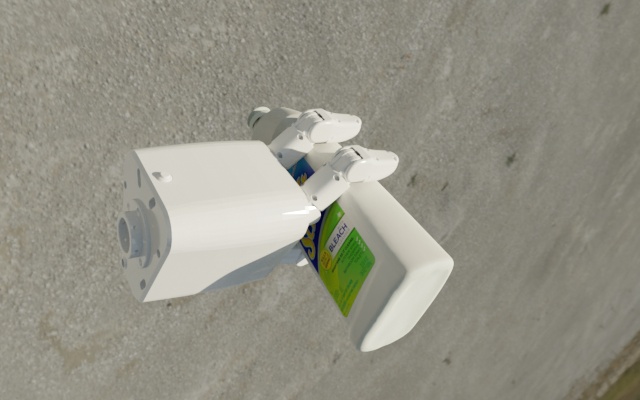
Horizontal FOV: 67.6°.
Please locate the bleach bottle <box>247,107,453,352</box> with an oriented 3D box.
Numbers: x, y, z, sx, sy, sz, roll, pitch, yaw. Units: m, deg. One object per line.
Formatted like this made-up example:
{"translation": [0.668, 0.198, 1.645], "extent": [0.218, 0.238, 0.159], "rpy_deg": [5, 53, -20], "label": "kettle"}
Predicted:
{"translation": [0.000, 0.001, 0.426], "extent": [0.068, 0.103, 0.250], "rpy_deg": [-7, 44, -38], "label": "bleach bottle"}
